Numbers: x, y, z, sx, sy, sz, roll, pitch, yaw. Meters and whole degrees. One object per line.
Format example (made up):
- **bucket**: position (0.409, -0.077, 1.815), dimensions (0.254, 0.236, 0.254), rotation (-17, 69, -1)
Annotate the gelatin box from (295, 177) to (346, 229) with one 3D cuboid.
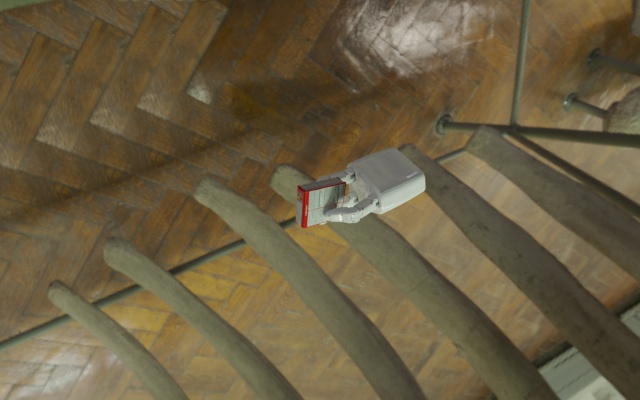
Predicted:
- **gelatin box**: position (0.000, 0.003, 0.841), dimensions (0.089, 0.073, 0.030), rotation (-15, 33, -33)
